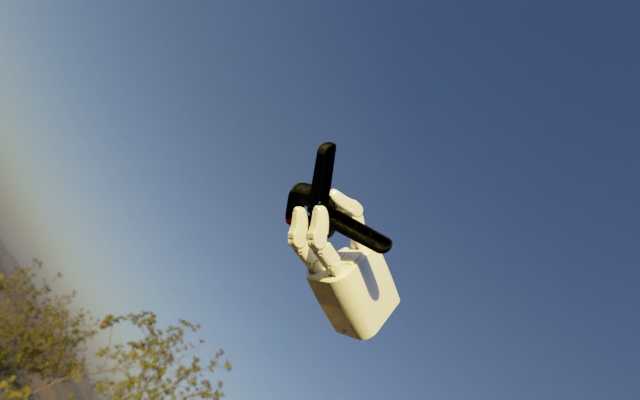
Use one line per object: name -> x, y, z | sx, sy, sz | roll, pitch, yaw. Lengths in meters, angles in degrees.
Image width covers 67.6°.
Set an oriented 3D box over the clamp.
clamp -> 0.001, 0.002, 0.690 | 0.036, 0.164, 0.210 | -34, 15, -30
